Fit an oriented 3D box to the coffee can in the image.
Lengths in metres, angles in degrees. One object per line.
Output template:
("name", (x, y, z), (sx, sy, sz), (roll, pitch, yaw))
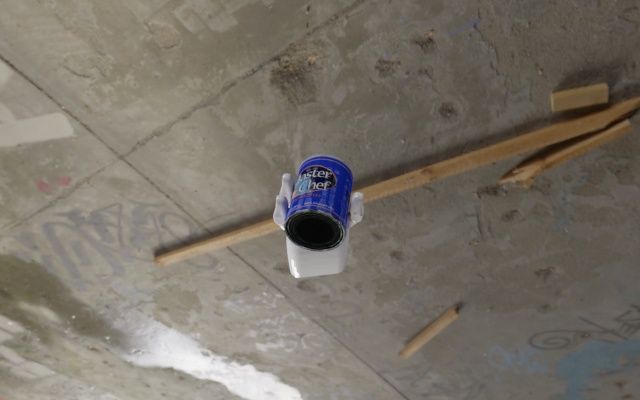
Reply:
("coffee can", (0.000, 0.002, 0.829), (0.103, 0.140, 0.103), (6, -44, 6))
